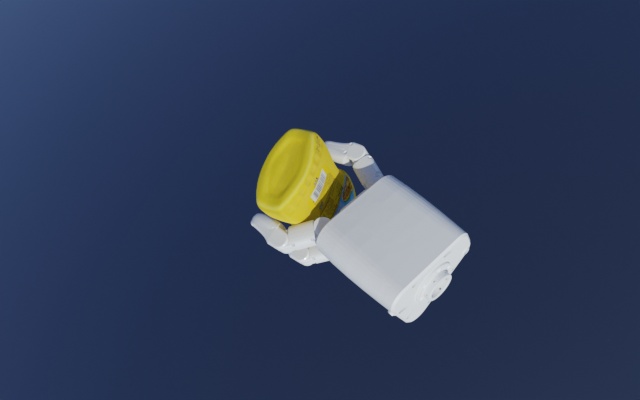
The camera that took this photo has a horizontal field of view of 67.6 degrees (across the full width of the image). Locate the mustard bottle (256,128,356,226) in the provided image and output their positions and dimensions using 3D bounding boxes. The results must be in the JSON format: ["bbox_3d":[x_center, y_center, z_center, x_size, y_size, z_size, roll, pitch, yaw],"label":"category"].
[{"bbox_3d":[0.000,0.002,0.562,0.058,0.096,0.192,13,-16,29],"label":"mustard bottle"}]
